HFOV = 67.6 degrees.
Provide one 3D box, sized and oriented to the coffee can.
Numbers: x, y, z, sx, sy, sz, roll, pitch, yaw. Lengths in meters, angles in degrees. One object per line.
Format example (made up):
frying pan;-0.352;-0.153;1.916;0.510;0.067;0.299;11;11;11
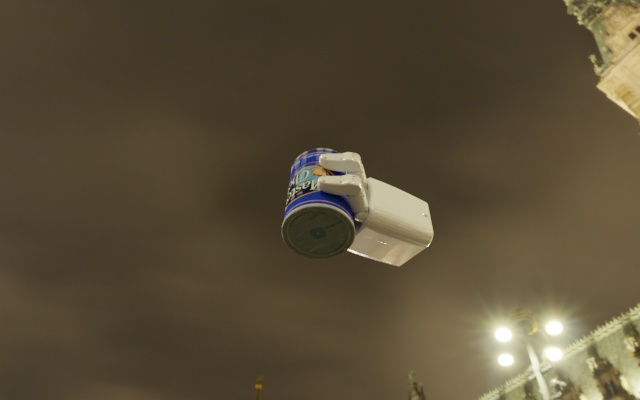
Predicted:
coffee can;0.000;0.002;0.715;0.103;0.103;0.140;0;40;3
